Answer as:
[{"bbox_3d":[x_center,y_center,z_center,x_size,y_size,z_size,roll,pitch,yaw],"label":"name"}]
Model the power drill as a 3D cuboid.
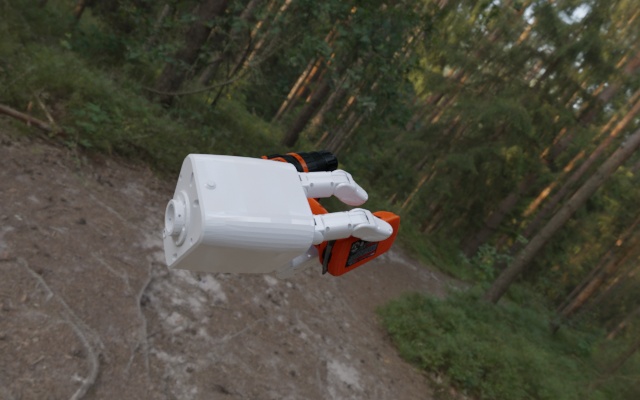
[{"bbox_3d":[0.000,0.002,0.576,0.184,0.057,0.187,-21,44,-41],"label":"power drill"}]
